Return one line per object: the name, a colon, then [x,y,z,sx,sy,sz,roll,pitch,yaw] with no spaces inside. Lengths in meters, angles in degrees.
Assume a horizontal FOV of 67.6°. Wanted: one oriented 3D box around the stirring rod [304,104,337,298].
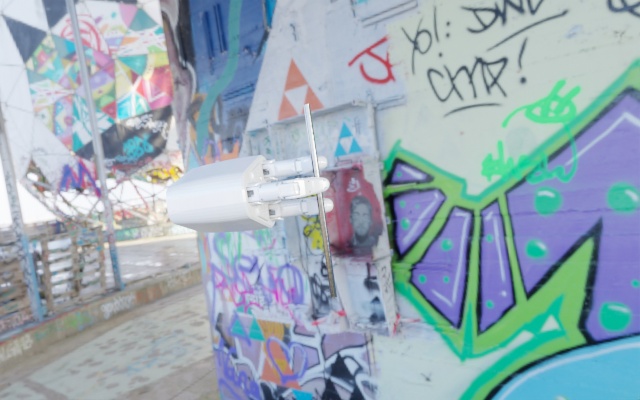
stirring rod: [0.000,0.002,0.590,0.011,0.239,0.011,-8,3,0]
